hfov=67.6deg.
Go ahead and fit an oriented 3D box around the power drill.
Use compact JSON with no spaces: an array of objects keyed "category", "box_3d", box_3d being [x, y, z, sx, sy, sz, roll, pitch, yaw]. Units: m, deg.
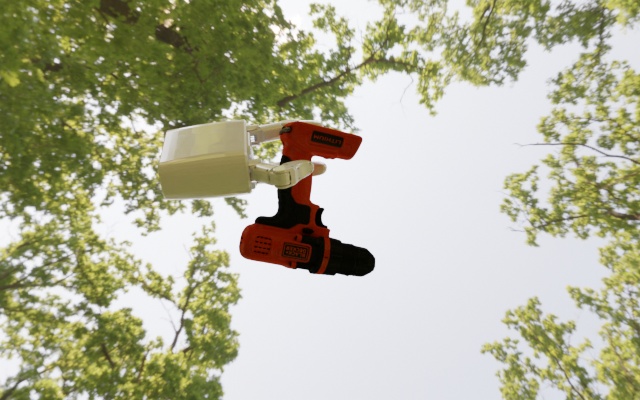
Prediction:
[{"category":"power drill","box_3d":[0.000,0.002,0.620,0.184,0.187,0.057,12,-3,-19]}]
